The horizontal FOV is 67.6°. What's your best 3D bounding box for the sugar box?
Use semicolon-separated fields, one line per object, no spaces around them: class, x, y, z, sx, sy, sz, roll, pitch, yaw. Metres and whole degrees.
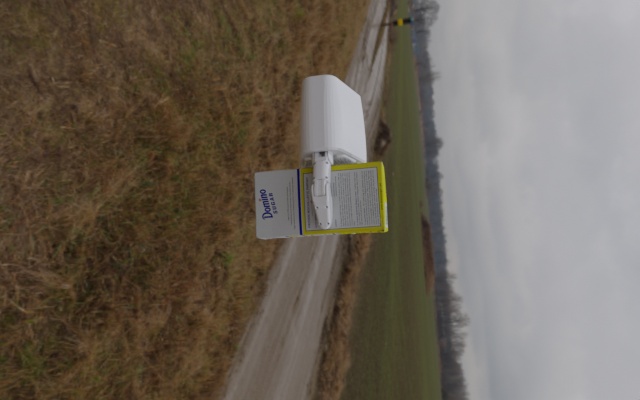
sugar box;0.000;0.002;0.651;0.176;0.093;0.048;-4;-8;13
